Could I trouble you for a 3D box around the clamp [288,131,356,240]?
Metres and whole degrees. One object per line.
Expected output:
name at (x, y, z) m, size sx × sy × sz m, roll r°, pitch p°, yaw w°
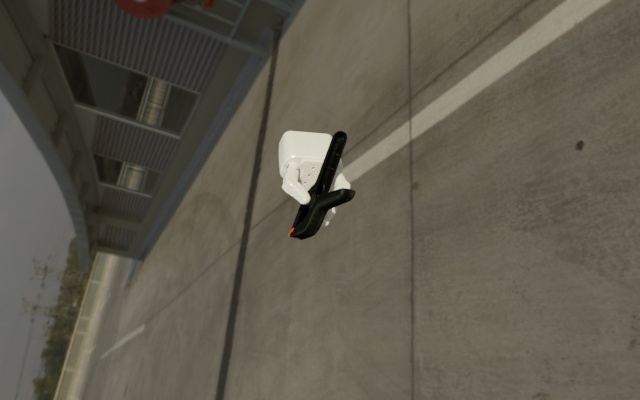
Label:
clamp at (-0.001, 0.003, 0.821) m, size 0.036 × 0.210 × 0.164 m, roll 19°, pitch 32°, yaw -19°
